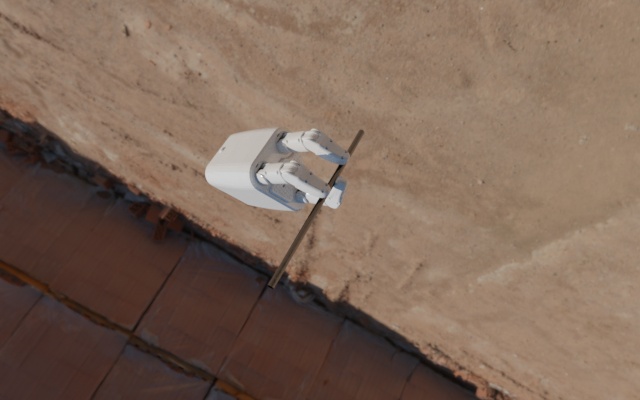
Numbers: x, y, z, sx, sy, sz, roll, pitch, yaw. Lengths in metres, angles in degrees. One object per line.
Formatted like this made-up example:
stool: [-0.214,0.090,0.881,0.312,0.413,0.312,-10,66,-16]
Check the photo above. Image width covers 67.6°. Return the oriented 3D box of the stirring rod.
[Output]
stirring rod: [0.000,0.002,0.574,0.011,0.239,0.011,24,-28,13]
